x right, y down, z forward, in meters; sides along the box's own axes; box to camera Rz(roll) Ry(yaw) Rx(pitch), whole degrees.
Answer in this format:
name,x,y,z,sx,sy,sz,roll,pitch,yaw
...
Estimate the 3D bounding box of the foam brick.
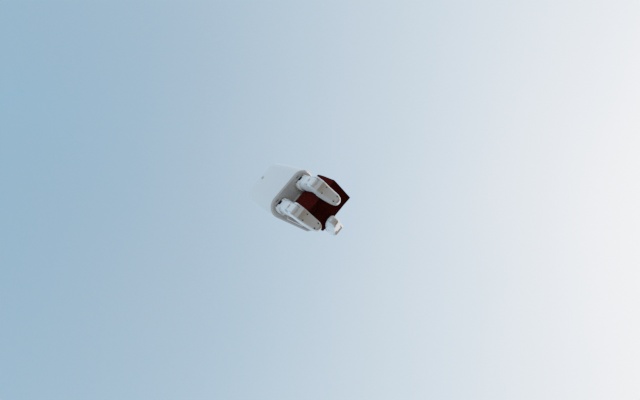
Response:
name,x,y,z,sx,sy,sz,roll,pitch,yaw
foam brick,0.000,0.003,0.824,0.051,0.078,0.053,24,-20,53
